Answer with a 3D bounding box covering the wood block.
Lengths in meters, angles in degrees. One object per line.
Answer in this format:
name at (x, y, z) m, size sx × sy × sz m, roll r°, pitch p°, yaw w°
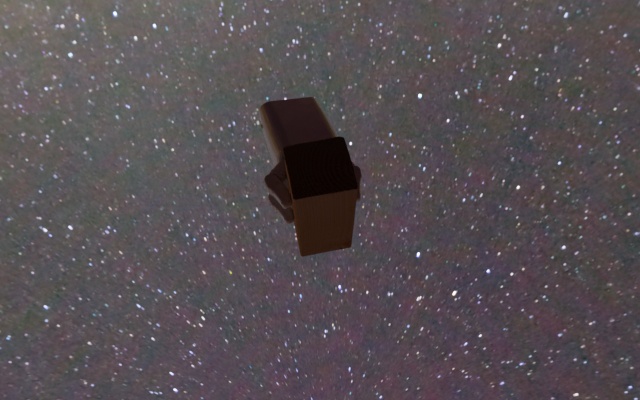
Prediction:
wood block at (0.000, 0.002, 0.742) m, size 0.091 × 0.090 × 0.206 m, roll -11°, pitch -27°, yaw -5°
